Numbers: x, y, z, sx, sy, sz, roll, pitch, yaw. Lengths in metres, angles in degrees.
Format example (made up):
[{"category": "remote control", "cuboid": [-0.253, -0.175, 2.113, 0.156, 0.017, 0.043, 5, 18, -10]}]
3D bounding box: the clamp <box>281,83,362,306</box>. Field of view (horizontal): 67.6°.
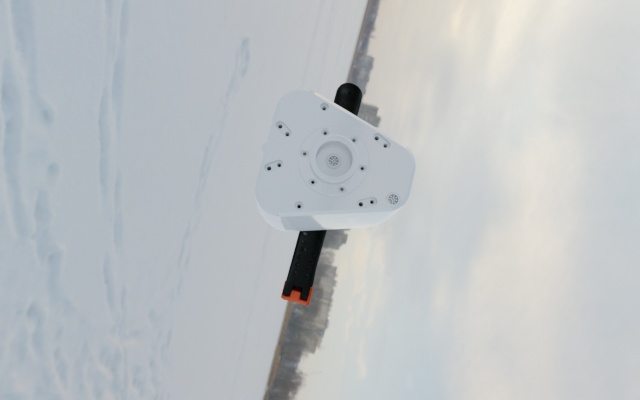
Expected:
[{"category": "clamp", "cuboid": [0.001, 0.002, 0.501, 0.036, 0.210, 0.164, 14, -7, 0]}]
